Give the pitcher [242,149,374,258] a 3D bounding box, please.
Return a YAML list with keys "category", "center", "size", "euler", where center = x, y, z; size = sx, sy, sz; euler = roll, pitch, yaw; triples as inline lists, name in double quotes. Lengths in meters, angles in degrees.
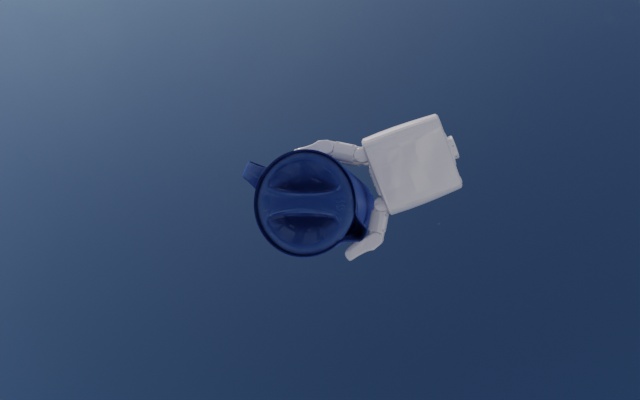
- category: "pitcher"
  center: [0.000, 0.002, 0.696]
  size: [0.145, 0.149, 0.243]
  euler: [-19, -7, 13]
